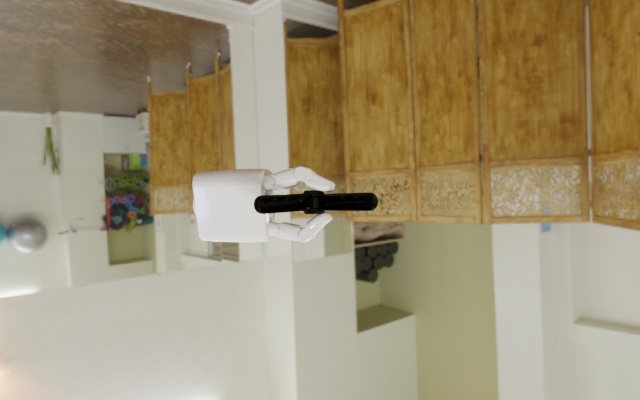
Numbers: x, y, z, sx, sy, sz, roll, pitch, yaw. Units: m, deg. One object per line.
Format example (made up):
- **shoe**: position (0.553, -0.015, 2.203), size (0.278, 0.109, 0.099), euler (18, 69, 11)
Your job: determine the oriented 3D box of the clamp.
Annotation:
- **clamp**: position (0.000, 0.003, 0.719), size (0.164, 0.036, 0.210), euler (0, 1, 4)
